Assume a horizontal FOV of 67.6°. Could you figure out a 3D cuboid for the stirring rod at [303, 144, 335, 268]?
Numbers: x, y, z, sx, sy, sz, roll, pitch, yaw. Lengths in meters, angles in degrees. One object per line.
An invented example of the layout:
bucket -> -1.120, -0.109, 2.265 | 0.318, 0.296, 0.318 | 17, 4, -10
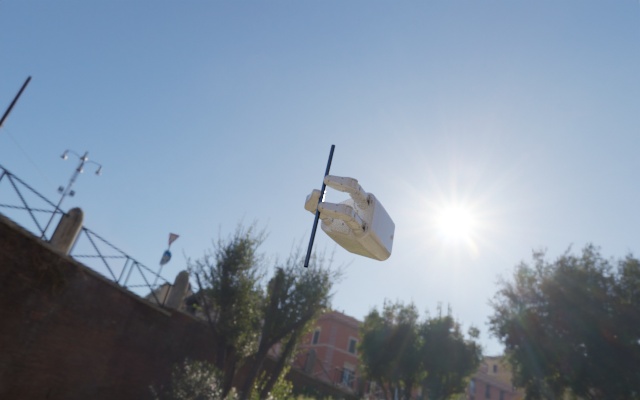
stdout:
stirring rod -> 0.000, 0.003, 0.820 | 0.011, 0.239, 0.011 | 10, -28, 5
